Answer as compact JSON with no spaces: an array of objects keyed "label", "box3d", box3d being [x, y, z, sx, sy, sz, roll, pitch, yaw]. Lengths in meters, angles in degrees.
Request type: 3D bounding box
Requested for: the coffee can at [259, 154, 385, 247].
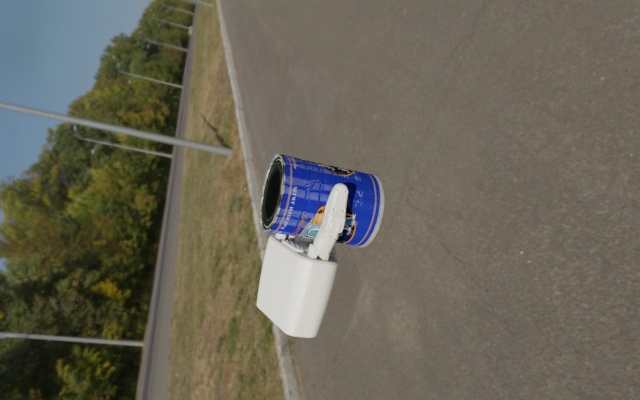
[{"label":"coffee can","box3d":[0.000,0.002,0.638,0.140,0.103,0.103,11,-4,-20]}]
